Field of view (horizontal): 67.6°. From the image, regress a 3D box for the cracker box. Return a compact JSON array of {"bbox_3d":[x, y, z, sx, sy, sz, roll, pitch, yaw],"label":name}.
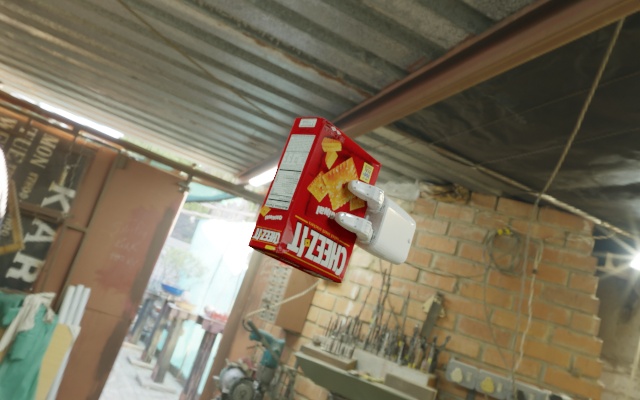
[{"bbox_3d":[0.000,0.002,0.743,0.072,0.213,0.164,7,-18,43],"label":"cracker box"}]
